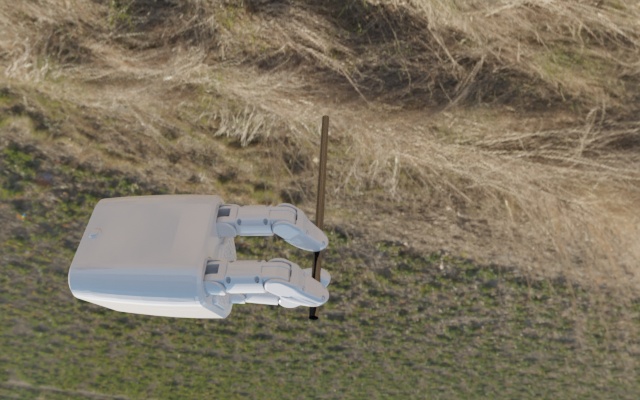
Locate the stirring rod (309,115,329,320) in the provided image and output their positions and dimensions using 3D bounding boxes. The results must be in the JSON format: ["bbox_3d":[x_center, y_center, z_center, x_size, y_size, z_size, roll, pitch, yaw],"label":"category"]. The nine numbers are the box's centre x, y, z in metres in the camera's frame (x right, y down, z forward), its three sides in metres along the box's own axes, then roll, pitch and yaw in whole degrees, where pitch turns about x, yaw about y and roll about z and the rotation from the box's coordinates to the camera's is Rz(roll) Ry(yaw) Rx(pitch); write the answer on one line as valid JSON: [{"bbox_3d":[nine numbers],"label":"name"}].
[{"bbox_3d":[0.000,0.001,0.465,0.011,0.239,0.011,2,-38,2],"label":"stirring rod"}]
